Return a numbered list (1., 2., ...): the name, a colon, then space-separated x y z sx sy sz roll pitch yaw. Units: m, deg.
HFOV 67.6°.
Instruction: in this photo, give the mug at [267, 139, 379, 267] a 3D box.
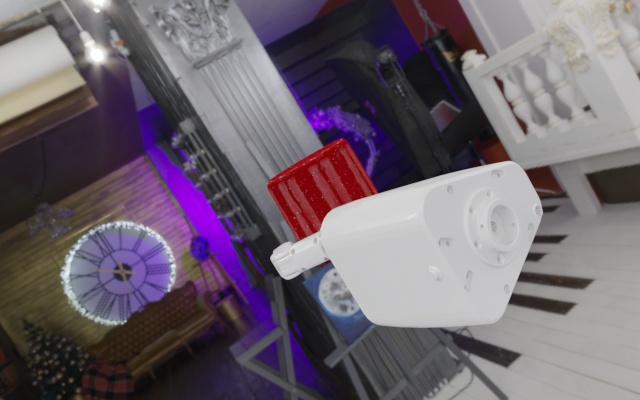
1. mug: -0.001 0.001 0.431 0.093 0.081 0.117 -36 9 -34
